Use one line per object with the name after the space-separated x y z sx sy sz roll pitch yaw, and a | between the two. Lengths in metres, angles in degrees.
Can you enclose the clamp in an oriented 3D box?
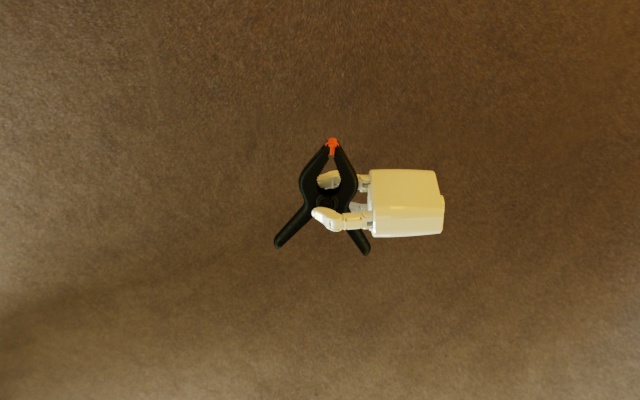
0.000 0.002 0.771 0.164 0.210 0.036 -2 29 1 | clamp
